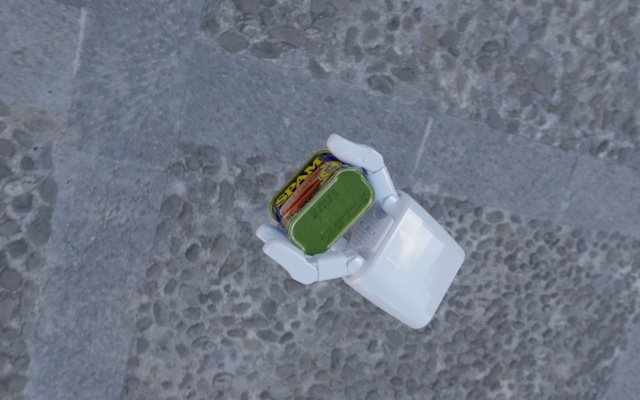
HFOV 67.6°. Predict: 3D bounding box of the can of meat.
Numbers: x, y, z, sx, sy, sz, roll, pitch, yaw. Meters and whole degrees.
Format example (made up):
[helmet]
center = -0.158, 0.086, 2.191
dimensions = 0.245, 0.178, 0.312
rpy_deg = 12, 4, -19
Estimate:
[can of meat]
center = 0.000, 0.002, 0.502
dimensions = 0.057, 0.102, 0.084
rpy_deg = 43, 1, -24
